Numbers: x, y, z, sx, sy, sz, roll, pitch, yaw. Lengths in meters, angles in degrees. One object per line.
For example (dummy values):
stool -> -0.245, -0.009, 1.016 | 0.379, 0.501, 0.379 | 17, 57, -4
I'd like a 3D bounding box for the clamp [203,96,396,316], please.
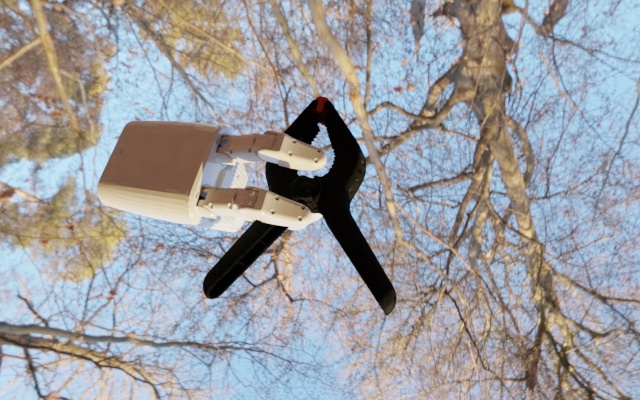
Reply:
clamp -> 0.000, 0.001, 0.430 | 0.164, 0.210, 0.036 | 9, -23, 14
